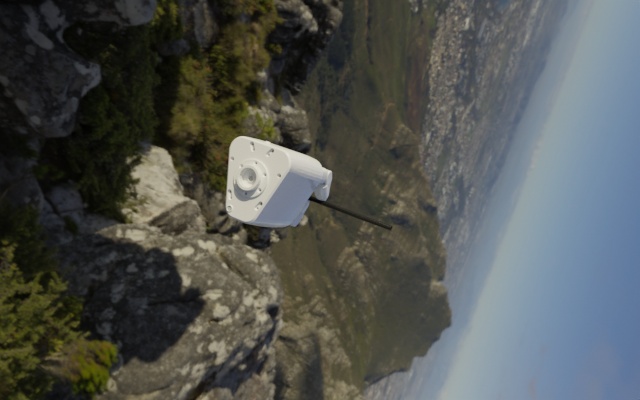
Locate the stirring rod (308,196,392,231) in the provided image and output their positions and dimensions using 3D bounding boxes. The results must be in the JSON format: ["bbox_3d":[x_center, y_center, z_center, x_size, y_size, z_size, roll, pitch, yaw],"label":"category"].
[{"bbox_3d":[0.000,0.002,0.754,0.239,0.011,0.011,20,7,21],"label":"stirring rod"}]
